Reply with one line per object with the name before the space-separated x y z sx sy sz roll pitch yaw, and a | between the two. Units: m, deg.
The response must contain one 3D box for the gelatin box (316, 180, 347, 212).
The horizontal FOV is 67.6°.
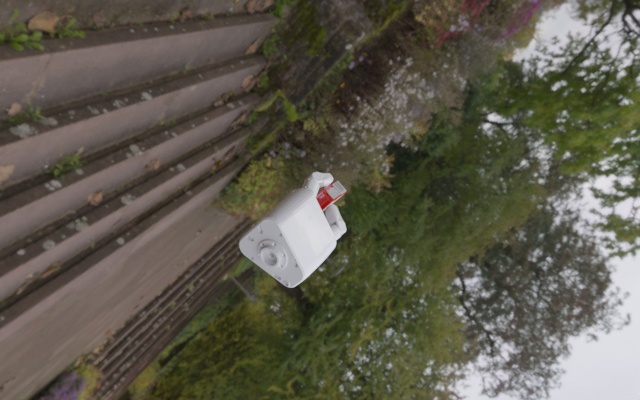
gelatin box | 0.001 0.003 0.835 0.073 0.030 0.089 -40 -3 22
